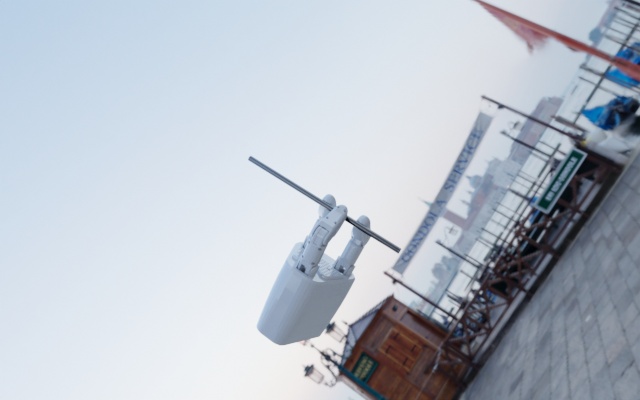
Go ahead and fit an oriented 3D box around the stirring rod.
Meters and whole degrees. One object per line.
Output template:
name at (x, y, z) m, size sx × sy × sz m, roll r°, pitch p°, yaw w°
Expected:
stirring rod at (0.000, 0.002, 0.624) m, size 0.239 × 0.011 × 0.011 m, roll 32°, pitch 10°, yaw 17°
